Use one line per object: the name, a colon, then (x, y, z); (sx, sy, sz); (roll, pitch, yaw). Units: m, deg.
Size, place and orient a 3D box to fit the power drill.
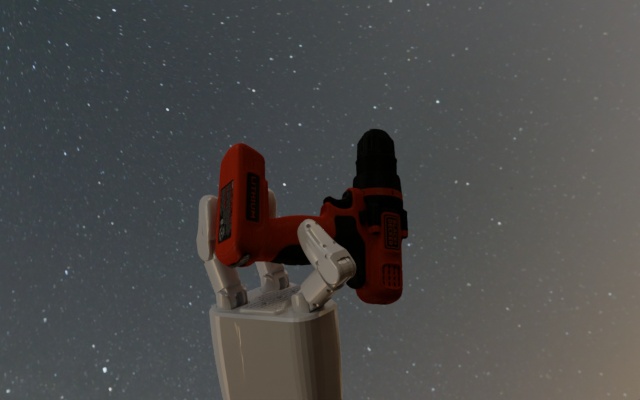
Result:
power drill: (0.000, 0.002, 0.455); (0.187, 0.184, 0.057); (10, -22, -26)
